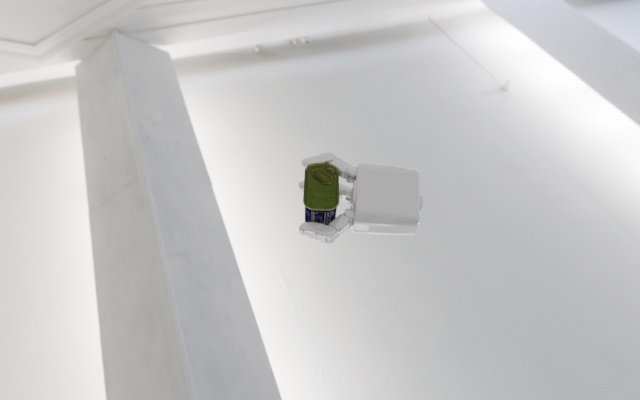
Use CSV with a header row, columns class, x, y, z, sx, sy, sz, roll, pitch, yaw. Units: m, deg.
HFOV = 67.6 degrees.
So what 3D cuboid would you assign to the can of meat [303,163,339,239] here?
class,x,y,z,sx,sy,sz,roll,pitch,yaw
can of meat,0.000,0.003,0.802,0.057,0.102,0.084,2,-41,-1
